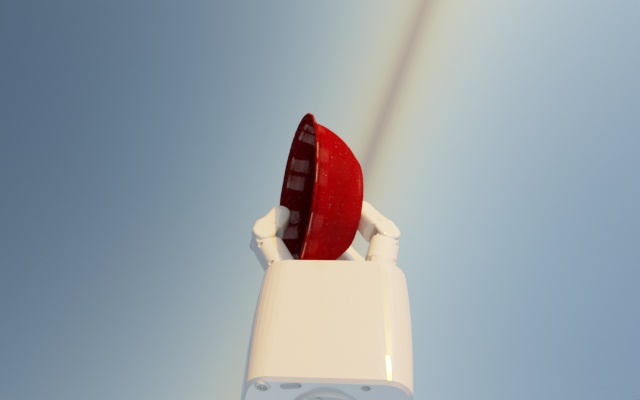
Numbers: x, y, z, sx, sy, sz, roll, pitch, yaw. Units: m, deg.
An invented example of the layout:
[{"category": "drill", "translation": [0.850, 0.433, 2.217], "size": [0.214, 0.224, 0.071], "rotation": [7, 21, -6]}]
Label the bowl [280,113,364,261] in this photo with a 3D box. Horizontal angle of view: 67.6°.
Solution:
[{"category": "bowl", "translation": [0.000, 0.000, 0.456], "size": [0.055, 0.162, 0.162], "rotation": [7, -2, -14]}]
